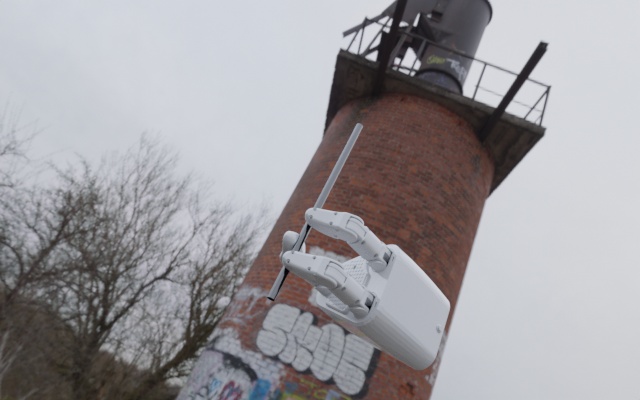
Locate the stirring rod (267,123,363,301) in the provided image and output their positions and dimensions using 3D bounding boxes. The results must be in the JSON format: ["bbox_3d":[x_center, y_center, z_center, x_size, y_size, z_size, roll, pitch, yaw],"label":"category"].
[{"bbox_3d":[0.000,0.002,0.515,0.011,0.239,0.011,20,-31,13],"label":"stirring rod"}]
